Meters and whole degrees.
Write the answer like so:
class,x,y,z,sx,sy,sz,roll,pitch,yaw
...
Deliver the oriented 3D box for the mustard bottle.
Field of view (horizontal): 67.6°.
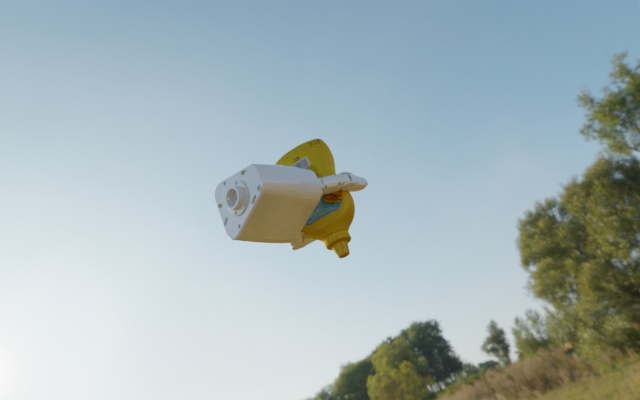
class,x,y,z,sx,sy,sz,roll,pitch,yaw
mustard bottle,0.000,0.002,0.745,0.096,0.191,0.058,-30,-26,12
